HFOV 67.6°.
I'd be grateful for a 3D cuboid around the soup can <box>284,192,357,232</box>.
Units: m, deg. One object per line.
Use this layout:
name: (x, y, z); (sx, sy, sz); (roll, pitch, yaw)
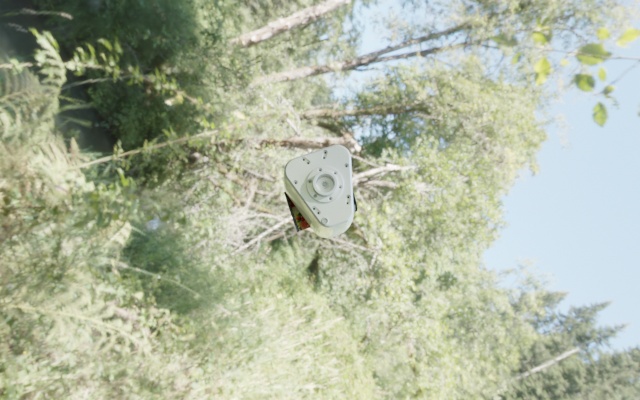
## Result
soup can: (0.000, 0.003, 0.762); (0.102, 0.068, 0.068); (-19, 1, -4)
